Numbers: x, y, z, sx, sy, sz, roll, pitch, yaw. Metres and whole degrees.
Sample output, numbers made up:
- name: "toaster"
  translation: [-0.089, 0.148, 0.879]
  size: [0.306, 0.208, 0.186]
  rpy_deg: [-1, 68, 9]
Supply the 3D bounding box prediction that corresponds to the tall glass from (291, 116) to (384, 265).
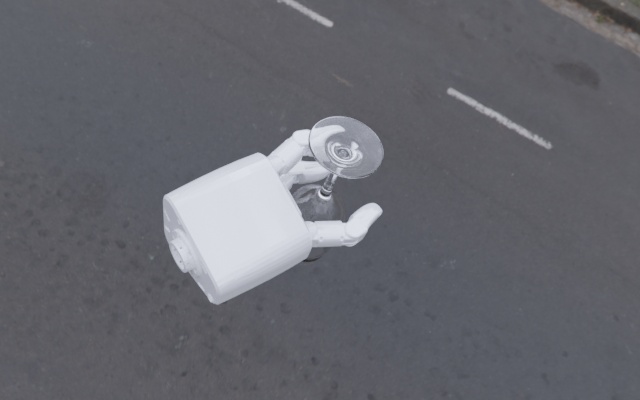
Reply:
- name: "tall glass"
  translation: [0.000, 0.001, 0.531]
  size: [0.079, 0.079, 0.201]
  rpy_deg: [0, -32, -17]
